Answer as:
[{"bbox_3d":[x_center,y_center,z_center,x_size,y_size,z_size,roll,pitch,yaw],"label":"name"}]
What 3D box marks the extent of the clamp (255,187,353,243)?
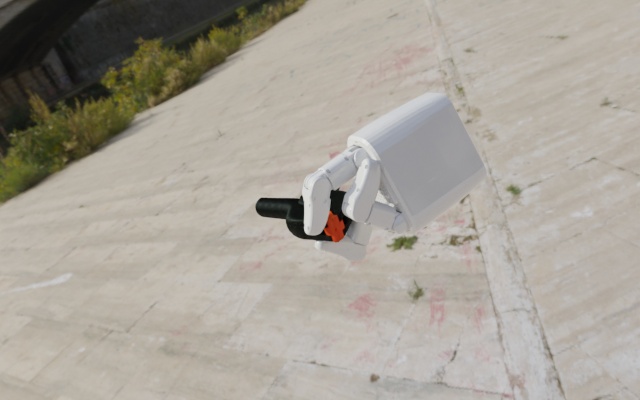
[{"bbox_3d":[0.000,0.001,0.556,0.120,0.039,0.171,-33,26,-15],"label":"clamp"}]
